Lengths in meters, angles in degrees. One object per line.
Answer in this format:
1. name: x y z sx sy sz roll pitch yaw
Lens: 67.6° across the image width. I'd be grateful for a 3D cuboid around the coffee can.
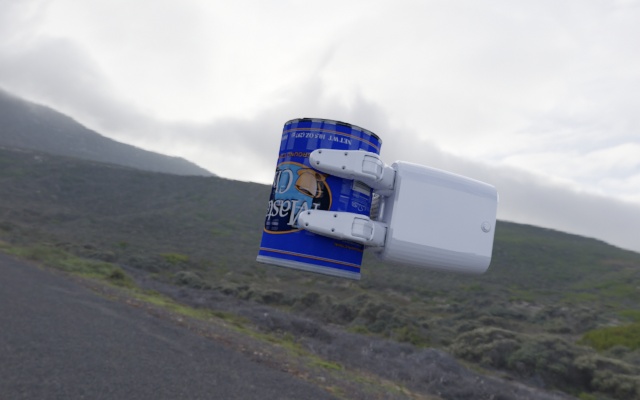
1. coffee can: 0.000 0.002 0.476 0.103 0.140 0.103 10 -8 1
